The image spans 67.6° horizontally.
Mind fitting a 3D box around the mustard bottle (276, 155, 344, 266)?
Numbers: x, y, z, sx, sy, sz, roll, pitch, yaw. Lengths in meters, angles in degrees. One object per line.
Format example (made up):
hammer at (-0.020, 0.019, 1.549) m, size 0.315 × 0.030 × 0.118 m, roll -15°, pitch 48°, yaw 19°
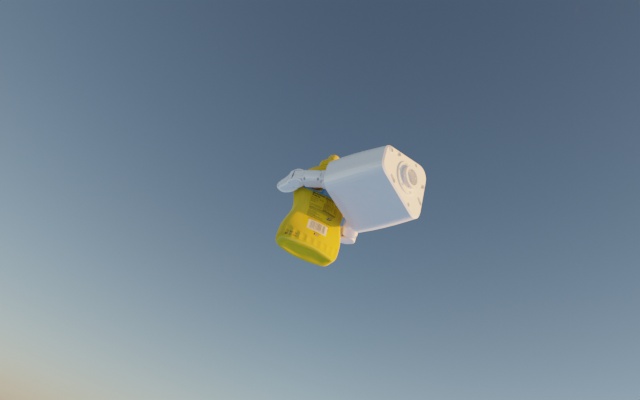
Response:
mustard bottle at (0.000, 0.003, 0.769) m, size 0.096 × 0.191 × 0.058 m, roll 26°, pitch -34°, yaw -13°
